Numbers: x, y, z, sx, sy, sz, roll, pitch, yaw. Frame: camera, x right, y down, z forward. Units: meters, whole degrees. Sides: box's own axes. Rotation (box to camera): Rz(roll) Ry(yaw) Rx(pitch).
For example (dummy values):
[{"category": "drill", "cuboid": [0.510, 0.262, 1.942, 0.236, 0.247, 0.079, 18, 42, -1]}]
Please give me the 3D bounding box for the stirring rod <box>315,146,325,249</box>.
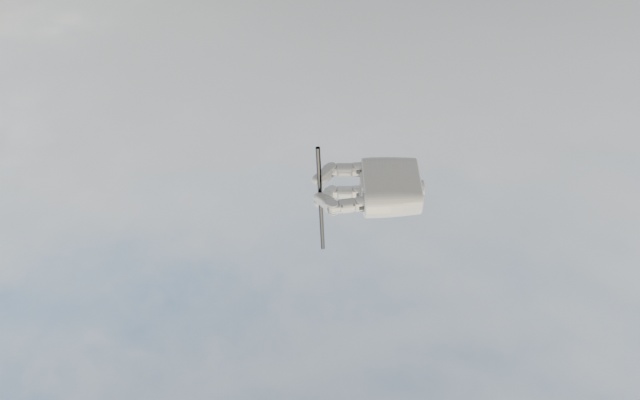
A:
[{"category": "stirring rod", "cuboid": [0.000, 0.003, 0.897, 0.011, 0.240, 0.011, -2, 39, 1]}]
